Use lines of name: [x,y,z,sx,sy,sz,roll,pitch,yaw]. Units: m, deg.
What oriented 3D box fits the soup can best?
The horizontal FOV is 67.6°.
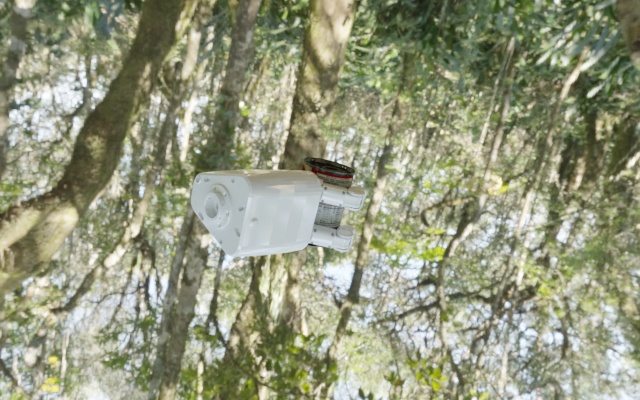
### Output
soup can: [0.000,0.002,0.624,0.068,0.102,0.068,13,15,-4]
